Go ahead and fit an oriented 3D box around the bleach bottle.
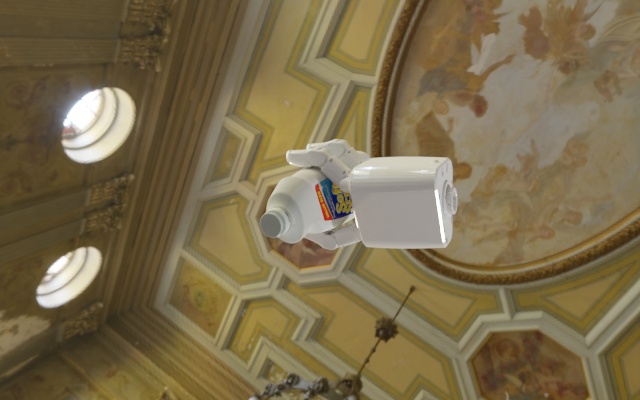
[{"bbox_3d":[0.000,0.002,0.636,0.068,0.102,0.250,1,16,27],"label":"bleach bottle"}]
